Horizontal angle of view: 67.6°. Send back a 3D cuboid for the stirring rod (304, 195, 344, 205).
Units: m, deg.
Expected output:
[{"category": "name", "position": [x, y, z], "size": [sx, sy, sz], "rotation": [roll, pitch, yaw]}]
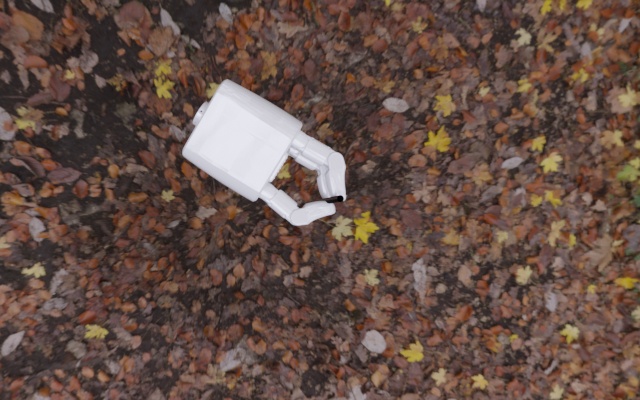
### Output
[{"category": "stirring rod", "position": [0.000, 0.002, 0.657], "size": [0.011, 0.011, 0.239], "rotation": [0, -2, -11]}]
